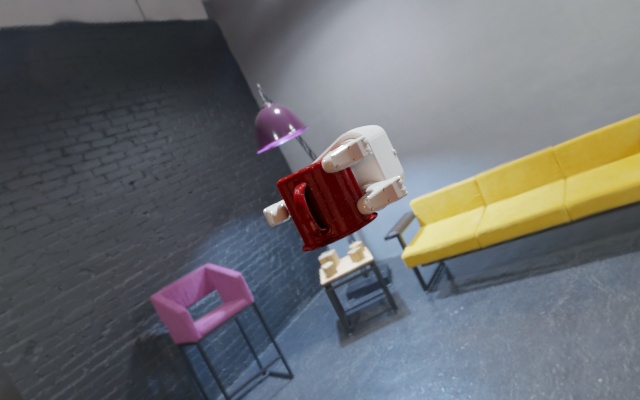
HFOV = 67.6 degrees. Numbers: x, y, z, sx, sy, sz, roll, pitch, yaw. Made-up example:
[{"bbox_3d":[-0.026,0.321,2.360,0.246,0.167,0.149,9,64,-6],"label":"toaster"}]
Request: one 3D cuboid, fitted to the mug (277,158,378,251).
[{"bbox_3d":[-0.001,0.002,0.512,0.093,0.081,0.117,-24,5,24],"label":"mug"}]
